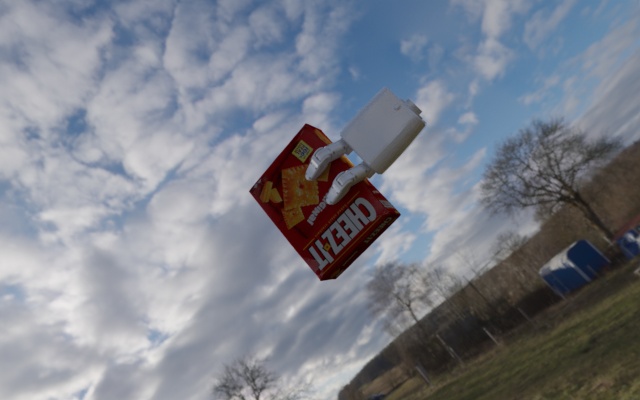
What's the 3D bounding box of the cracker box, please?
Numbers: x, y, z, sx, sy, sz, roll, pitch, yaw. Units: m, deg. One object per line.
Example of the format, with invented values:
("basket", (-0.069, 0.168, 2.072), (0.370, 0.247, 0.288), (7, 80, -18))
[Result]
("cracker box", (0.000, 0.003, 0.807), (0.164, 0.213, 0.072), (-47, -21, 16))
